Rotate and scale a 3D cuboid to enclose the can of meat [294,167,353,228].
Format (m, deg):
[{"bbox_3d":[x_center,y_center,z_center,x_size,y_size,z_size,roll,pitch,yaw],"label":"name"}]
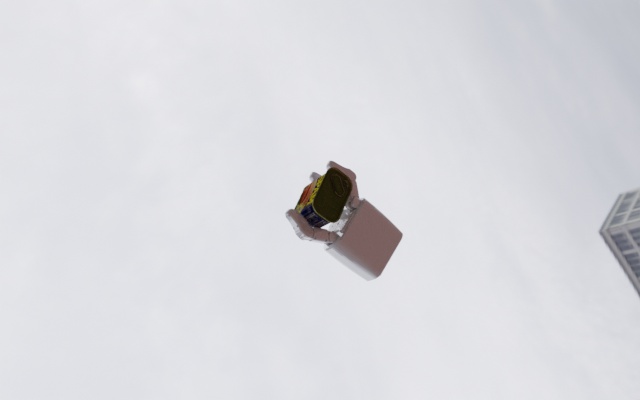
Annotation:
[{"bbox_3d":[0.000,0.003,0.841,0.057,0.102,0.084,36,-35,-17],"label":"can of meat"}]
